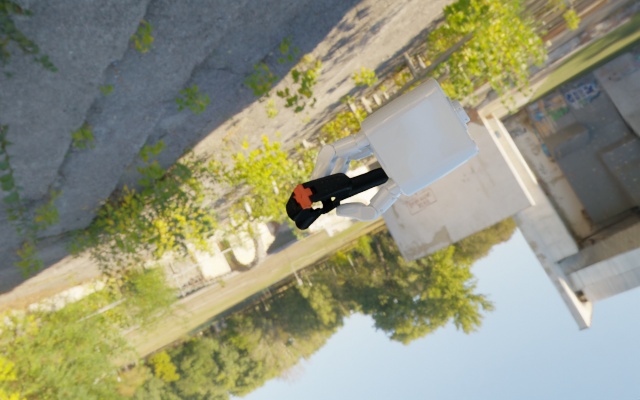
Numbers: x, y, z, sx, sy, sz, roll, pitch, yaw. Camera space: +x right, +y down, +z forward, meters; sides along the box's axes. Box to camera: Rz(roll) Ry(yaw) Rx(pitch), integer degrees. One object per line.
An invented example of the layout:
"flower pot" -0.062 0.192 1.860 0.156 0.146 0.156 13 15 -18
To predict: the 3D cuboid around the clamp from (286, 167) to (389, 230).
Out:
"clamp" 0.000 0.003 0.655 0.164 0.036 0.210 -33 -10 20
